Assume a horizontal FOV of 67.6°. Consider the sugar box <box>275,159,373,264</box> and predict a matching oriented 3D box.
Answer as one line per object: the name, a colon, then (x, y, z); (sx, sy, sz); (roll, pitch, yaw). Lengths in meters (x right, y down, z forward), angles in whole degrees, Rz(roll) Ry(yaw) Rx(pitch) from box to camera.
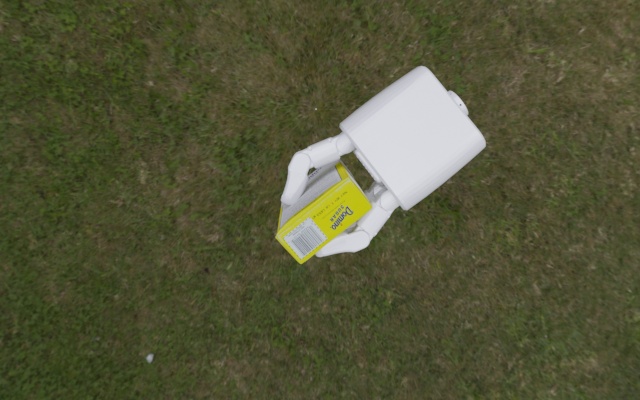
sugar box: (0.001, 0.002, 0.538); (0.093, 0.048, 0.176); (-38, 9, 7)
